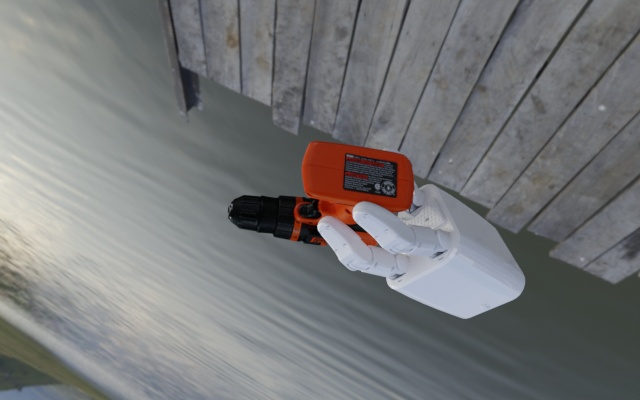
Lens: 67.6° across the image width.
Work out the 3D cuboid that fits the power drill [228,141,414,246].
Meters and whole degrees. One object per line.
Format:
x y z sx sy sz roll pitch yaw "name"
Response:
0.000 0.002 0.498 0.184 0.057 0.188 6 -18 -12 "power drill"
